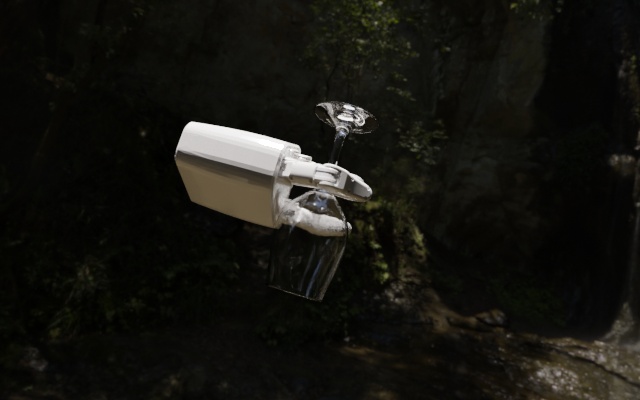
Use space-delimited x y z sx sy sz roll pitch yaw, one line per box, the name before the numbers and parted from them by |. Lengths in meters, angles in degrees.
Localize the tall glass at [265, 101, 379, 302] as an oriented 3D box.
tall glass | 0.000 0.001 0.507 0.079 0.201 0.079 16 -11 3
